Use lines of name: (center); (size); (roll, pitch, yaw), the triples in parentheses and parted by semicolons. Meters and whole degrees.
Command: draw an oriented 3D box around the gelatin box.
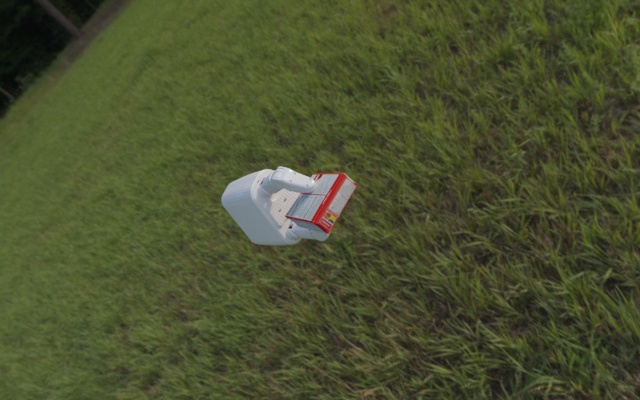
gelatin box: (0.000, 0.002, 0.615); (0.030, 0.073, 0.089); (38, -14, -23)
